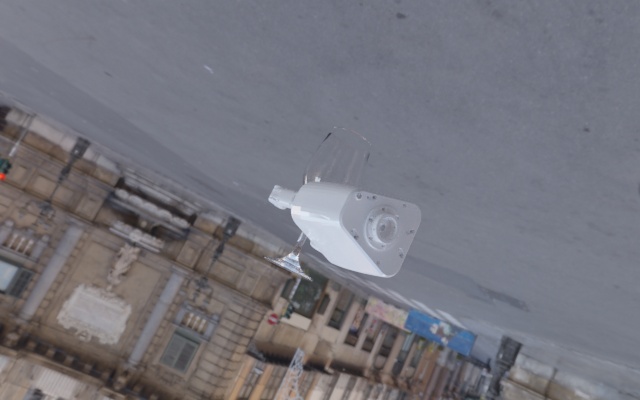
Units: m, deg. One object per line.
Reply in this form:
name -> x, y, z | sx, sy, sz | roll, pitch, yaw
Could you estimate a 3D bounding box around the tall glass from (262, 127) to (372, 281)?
tall glass -> 0.000, 0.003, 0.644 | 0.079, 0.201, 0.079 | 25, -11, 5
